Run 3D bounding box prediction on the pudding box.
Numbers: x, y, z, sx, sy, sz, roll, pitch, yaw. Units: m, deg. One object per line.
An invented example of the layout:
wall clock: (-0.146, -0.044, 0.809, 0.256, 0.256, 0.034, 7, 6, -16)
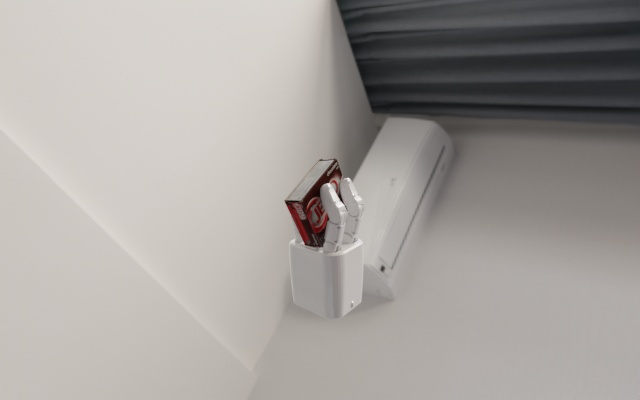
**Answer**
pudding box: (0.000, 0.002, 0.736, 0.039, 0.090, 0.113, 2, 39, 33)
